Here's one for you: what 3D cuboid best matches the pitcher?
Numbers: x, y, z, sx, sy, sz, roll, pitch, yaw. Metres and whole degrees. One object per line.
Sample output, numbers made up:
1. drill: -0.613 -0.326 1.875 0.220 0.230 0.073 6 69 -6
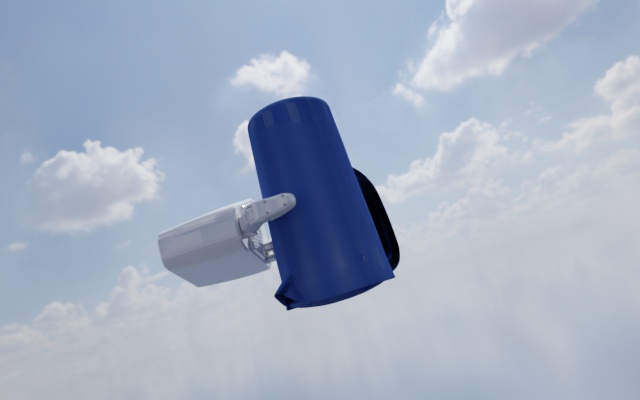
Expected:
1. pitcher: 0.000 0.002 0.587 0.145 0.242 0.149 -18 -11 9
